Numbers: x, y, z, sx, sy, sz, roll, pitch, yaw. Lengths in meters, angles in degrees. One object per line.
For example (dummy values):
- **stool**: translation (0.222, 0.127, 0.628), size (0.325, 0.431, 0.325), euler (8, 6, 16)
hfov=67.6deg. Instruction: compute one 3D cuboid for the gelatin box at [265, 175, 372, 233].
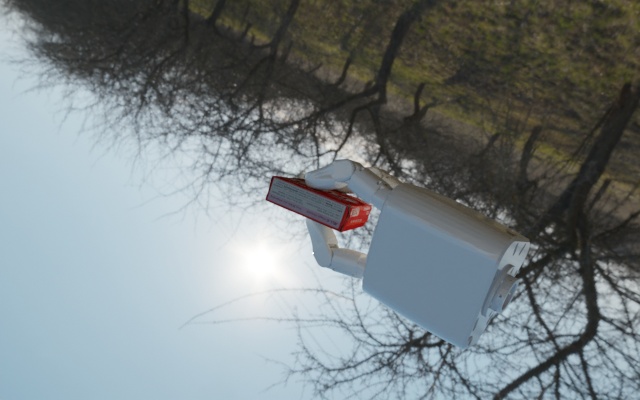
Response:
- **gelatin box**: translation (0.000, 0.002, 0.490), size (0.089, 0.030, 0.073), euler (21, 8, 21)
